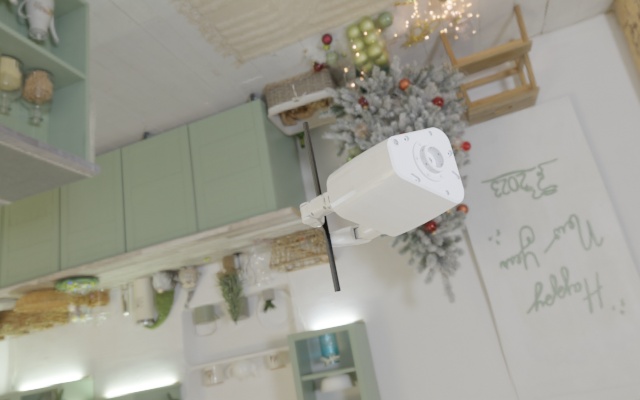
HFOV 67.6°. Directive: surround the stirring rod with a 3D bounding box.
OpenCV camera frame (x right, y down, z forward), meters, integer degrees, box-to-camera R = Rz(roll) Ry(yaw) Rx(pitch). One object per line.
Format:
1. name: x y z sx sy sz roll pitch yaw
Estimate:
1. stirring rod: 0.000 0.002 0.638 0.011 0.239 0.011 -10 -19 -3
